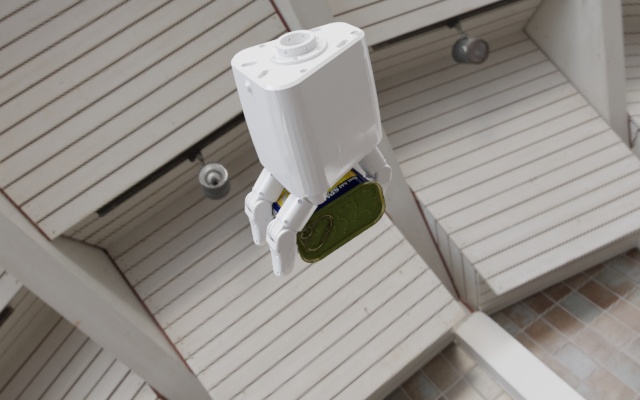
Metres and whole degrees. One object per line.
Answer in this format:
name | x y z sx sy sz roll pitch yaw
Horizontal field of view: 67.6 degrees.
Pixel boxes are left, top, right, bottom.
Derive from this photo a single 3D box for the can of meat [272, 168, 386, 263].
can of meat | 0.000 0.001 0.489 0.102 0.057 0.084 -32 44 -13
